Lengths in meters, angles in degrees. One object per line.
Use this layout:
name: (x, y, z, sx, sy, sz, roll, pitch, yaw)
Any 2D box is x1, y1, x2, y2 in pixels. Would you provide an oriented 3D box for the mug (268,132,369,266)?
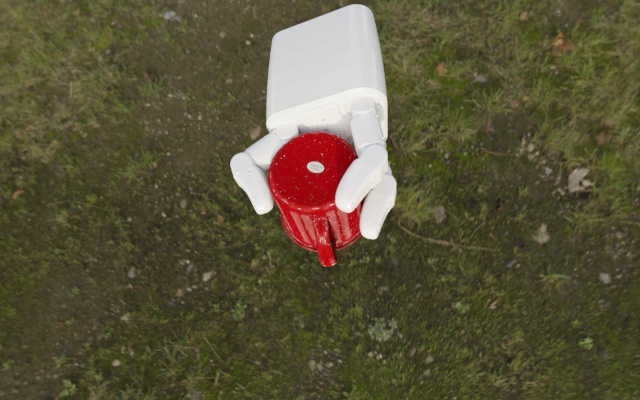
mug: (0.000, 0.003, 0.435, 0.093, 0.117, 0.081, -6, -27, 7)
